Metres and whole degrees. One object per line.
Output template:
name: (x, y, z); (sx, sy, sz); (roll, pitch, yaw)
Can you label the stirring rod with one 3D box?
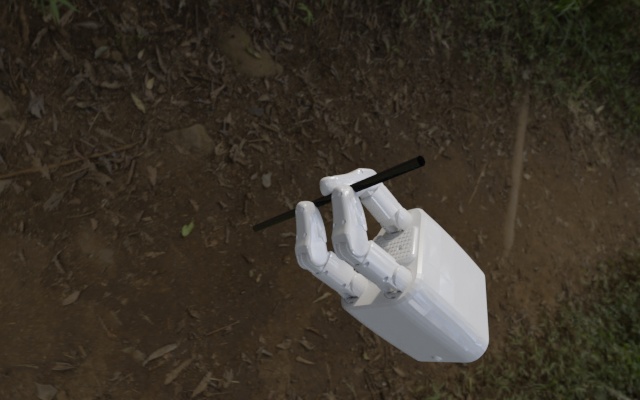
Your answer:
stirring rod: (0.000, 0.001, 0.427); (0.011, 0.011, 0.239); (0, -14, -37)
